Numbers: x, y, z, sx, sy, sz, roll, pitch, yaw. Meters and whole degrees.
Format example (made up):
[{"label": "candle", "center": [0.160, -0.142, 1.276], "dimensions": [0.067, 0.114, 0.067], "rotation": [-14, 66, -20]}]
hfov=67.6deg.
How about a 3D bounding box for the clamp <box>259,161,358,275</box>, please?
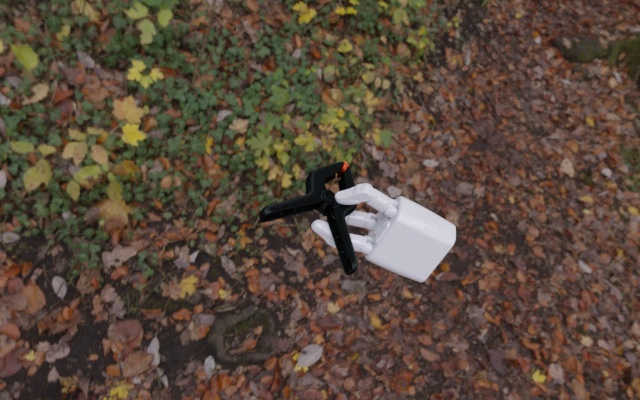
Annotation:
[{"label": "clamp", "center": [0.001, 0.002, 0.758], "dimensions": [0.164, 0.209, 0.036], "rotation": [28, -46, -12]}]
